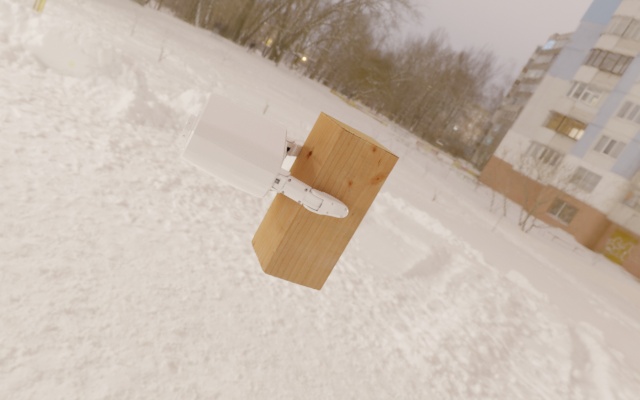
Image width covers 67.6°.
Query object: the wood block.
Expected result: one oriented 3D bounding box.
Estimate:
[{"bbox_3d":[0.000,0.002,0.632,0.090,0.206,0.090,23,15,-27],"label":"wood block"}]
